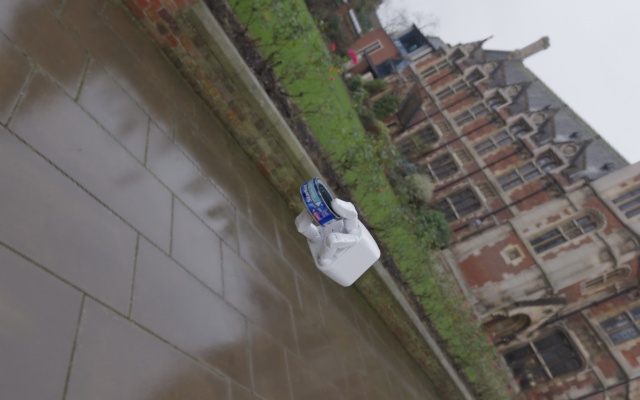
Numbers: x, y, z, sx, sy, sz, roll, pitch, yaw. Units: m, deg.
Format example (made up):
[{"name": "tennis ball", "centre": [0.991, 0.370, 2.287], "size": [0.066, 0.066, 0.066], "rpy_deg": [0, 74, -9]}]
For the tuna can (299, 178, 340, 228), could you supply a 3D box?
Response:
[{"name": "tuna can", "centre": [0.001, 0.002, 0.846], "size": [0.034, 0.086, 0.086], "rpy_deg": [-30, -8, 14]}]
